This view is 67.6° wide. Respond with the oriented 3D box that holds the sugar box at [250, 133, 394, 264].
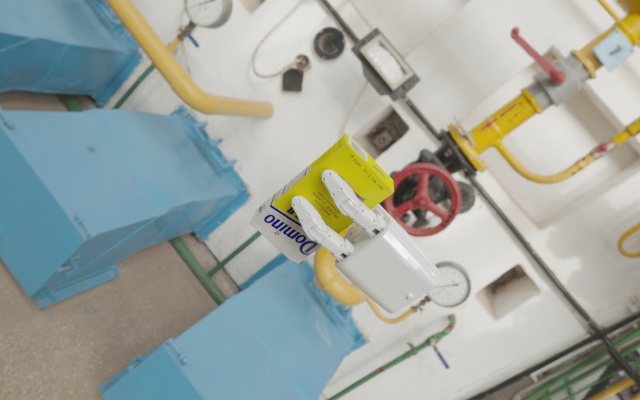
[{"bbox_3d":[0.000,0.002,0.633,0.176,0.093,0.048,-40,17,20],"label":"sugar box"}]
